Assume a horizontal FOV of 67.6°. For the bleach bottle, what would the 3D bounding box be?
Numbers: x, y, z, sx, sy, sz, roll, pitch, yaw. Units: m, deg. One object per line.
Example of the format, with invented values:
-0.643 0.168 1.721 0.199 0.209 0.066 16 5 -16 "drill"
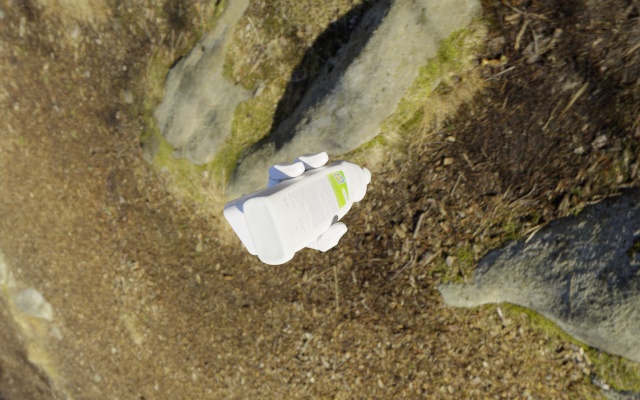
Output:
0.000 0.002 0.730 0.068 0.102 0.250 -11 10 42 "bleach bottle"
